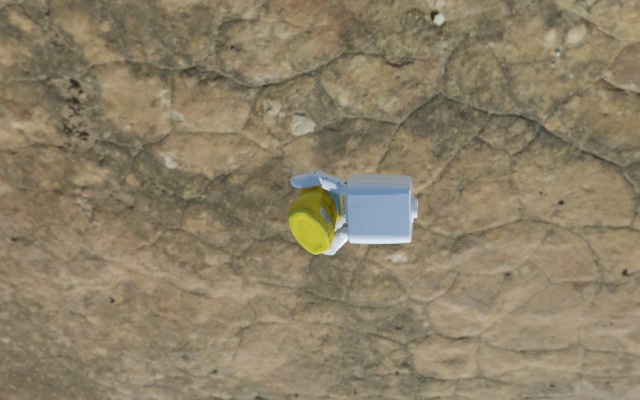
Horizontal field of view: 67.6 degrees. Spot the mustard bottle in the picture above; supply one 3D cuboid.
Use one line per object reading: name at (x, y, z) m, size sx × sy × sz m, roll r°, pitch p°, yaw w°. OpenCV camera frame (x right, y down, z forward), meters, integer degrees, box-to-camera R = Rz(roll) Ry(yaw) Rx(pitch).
mustard bottle at (0.000, 0.003, 0.863) m, size 0.058 × 0.096 × 0.191 m, roll -22°, pitch 25°, yaw 26°
